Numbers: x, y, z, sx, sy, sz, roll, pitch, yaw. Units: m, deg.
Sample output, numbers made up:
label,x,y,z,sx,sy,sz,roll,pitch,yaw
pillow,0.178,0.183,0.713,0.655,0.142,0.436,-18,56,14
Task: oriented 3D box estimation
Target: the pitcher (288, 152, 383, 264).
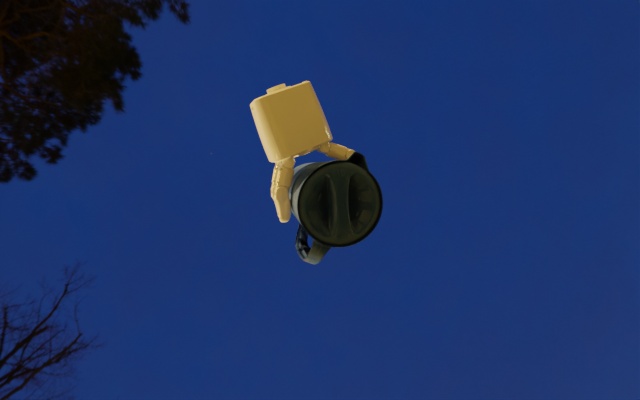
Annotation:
label,x,y,z,sx,sy,sz,roll,pitch,yaw
pitcher,0.000,0.002,0.823,0.149,0.145,0.243,-24,11,-10
